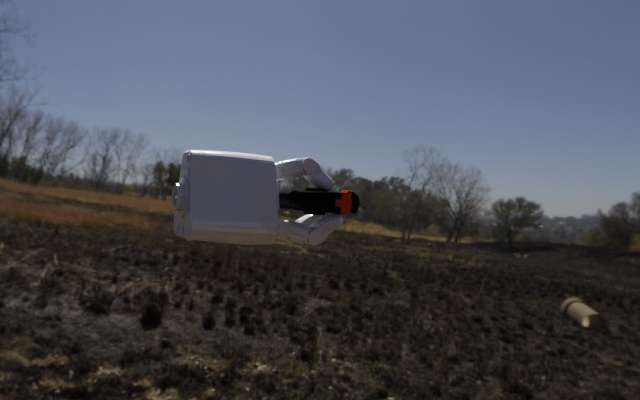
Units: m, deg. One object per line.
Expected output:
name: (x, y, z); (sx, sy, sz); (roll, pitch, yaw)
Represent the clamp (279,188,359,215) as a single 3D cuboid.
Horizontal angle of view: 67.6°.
clamp: (0.000, 0.001, 0.652); (0.164, 0.036, 0.210); (4, -1, -29)
